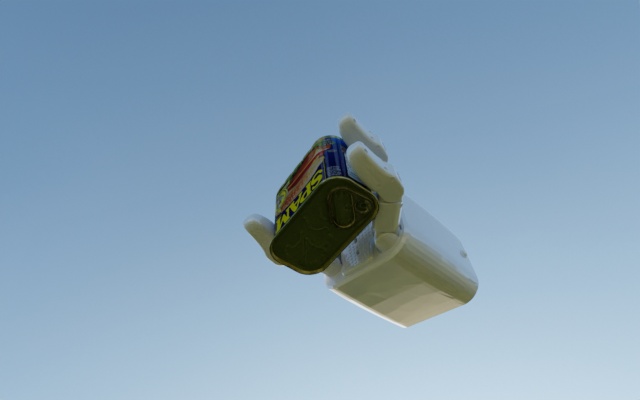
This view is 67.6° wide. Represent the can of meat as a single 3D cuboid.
[{"bbox_3d":[0.000,0.001,0.430,0.057,0.102,0.084,30,27,-21],"label":"can of meat"}]
